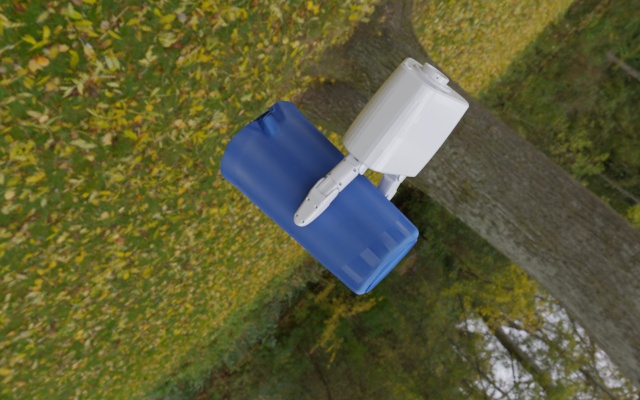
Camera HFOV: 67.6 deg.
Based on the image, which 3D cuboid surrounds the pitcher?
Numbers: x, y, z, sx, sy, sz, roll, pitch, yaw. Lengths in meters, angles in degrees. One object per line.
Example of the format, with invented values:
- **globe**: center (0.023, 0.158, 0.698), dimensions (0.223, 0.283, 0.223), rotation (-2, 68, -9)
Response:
- **pitcher**: center (0.000, 0.002, 0.610), dimensions (0.242, 0.145, 0.149), rotation (44, 25, 15)
